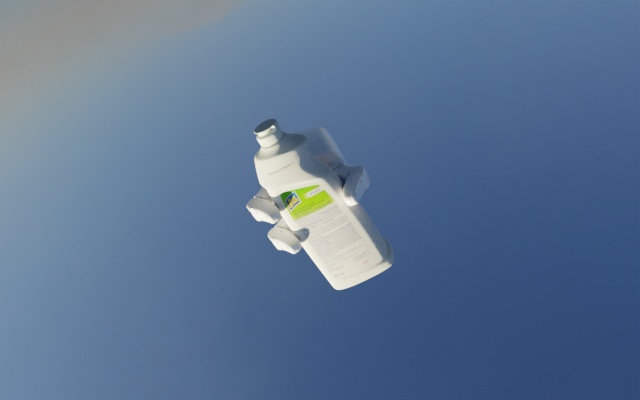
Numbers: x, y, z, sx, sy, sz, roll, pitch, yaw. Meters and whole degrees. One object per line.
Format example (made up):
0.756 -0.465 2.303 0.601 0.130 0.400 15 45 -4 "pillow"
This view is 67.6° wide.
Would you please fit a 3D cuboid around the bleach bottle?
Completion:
0.000 0.002 0.610 0.102 0.251 0.068 -28 31 7 "bleach bottle"
